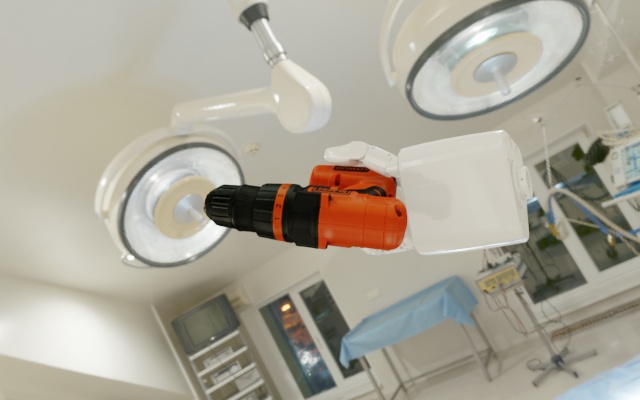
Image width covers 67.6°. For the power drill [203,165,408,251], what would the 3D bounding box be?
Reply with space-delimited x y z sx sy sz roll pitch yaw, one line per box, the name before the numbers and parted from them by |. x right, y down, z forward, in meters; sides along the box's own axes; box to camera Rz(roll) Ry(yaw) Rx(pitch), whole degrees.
power drill | 0.000 0.001 0.487 0.184 0.057 0.187 8 13 13
